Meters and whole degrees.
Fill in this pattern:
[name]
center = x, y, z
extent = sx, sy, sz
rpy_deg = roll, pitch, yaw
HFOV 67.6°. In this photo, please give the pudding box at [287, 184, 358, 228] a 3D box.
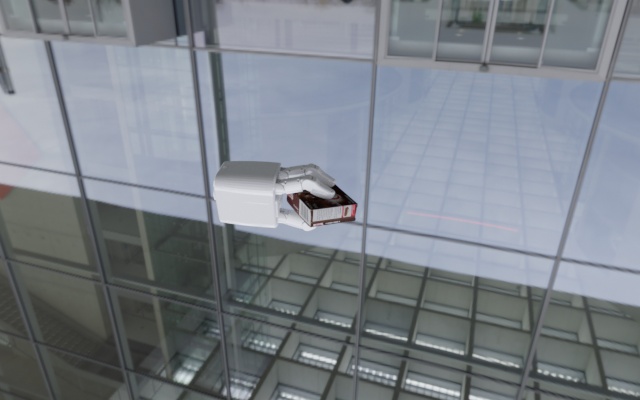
[pudding box]
center = 0.000, 0.003, 0.844
extent = 0.090, 0.039, 0.113
rpy_deg = -8, 29, -23
